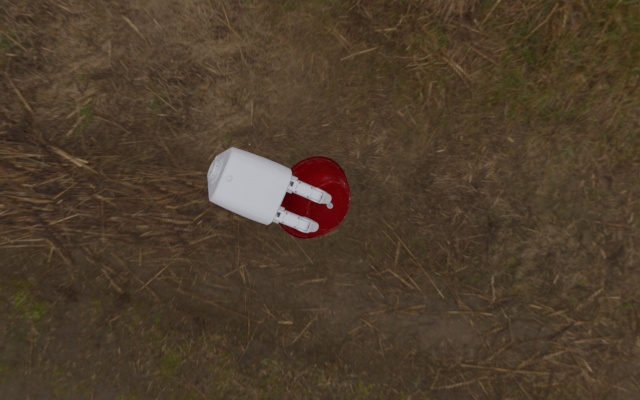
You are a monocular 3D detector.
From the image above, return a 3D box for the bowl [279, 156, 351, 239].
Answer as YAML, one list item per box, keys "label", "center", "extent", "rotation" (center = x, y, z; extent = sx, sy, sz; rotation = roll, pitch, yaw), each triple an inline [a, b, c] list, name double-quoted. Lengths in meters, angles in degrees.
- label: "bowl"
  center: [0.001, 0.003, 0.873]
  extent: [0.162, 0.162, 0.055]
  rotation: [0, 17, -35]
